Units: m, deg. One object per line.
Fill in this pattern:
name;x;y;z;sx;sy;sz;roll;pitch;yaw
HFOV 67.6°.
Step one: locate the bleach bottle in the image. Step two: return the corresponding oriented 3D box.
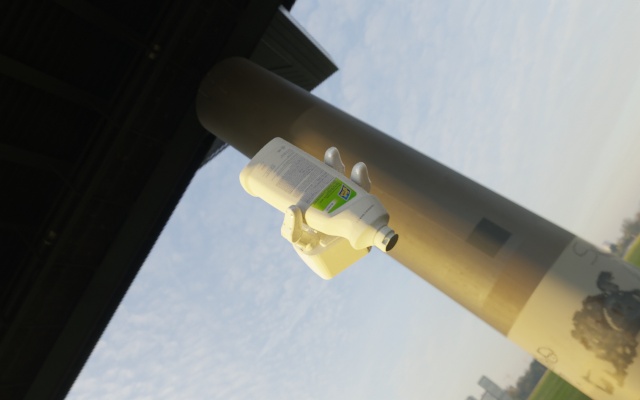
bleach bottle;0.000;0.002;0.693;0.250;0.102;0.068;34;-14;31
